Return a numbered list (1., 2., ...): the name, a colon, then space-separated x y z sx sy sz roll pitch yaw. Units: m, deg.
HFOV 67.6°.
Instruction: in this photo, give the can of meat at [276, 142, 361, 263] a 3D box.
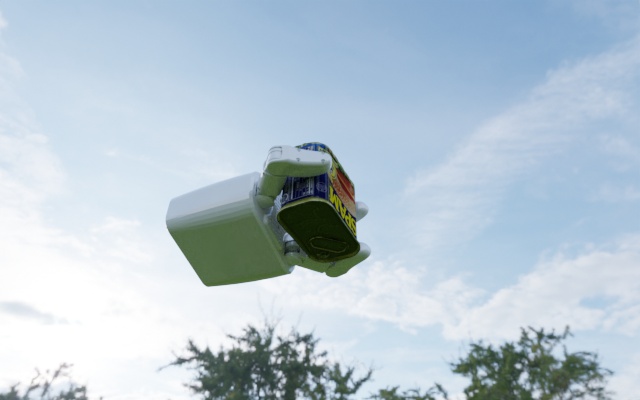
1. can of meat: 0.000 0.001 0.494 0.057 0.083 0.102 -17 -43 20
